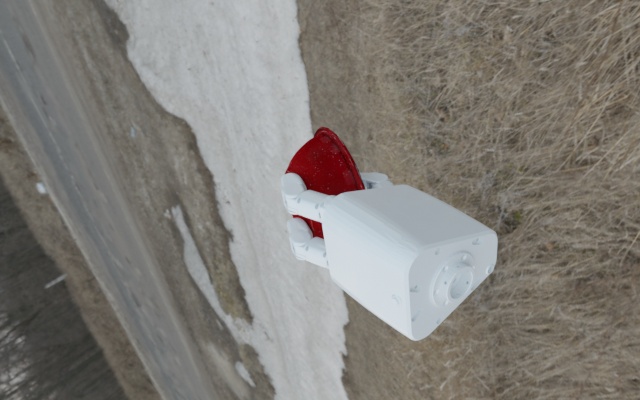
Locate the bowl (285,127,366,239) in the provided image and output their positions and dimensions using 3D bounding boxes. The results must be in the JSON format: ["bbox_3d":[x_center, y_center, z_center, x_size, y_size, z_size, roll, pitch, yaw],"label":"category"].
[{"bbox_3d":[-0.001,0.002,0.543,0.055,0.162,0.162,-18,5,-15],"label":"bowl"}]
